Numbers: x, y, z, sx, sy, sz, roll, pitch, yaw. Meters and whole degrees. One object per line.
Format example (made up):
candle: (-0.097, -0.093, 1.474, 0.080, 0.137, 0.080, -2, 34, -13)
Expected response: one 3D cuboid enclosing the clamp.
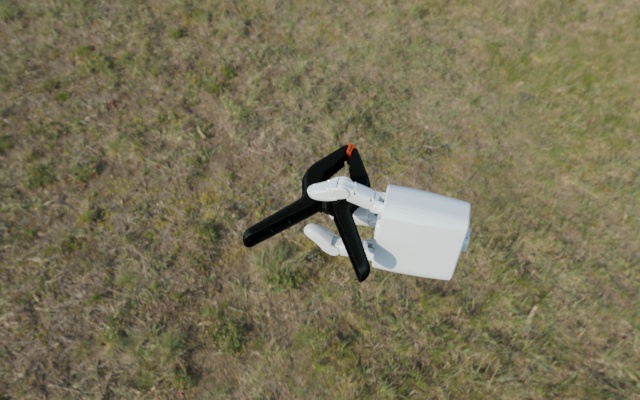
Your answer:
clamp: (0.000, 0.001, 0.636, 0.164, 0.209, 0.036, 10, -38, 9)
